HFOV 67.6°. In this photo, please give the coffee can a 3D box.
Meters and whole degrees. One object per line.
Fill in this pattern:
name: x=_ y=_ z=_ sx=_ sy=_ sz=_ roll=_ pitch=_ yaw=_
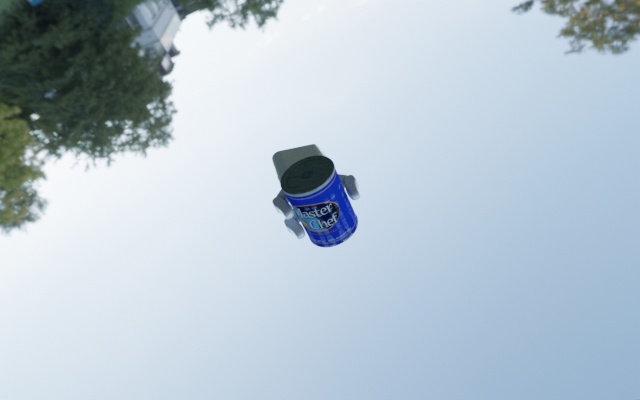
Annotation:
coffee can: x=0.000 y=0.003 z=0.881 sx=0.103 sy=0.140 sz=0.102 roll=-16 pitch=39 yaw=13
